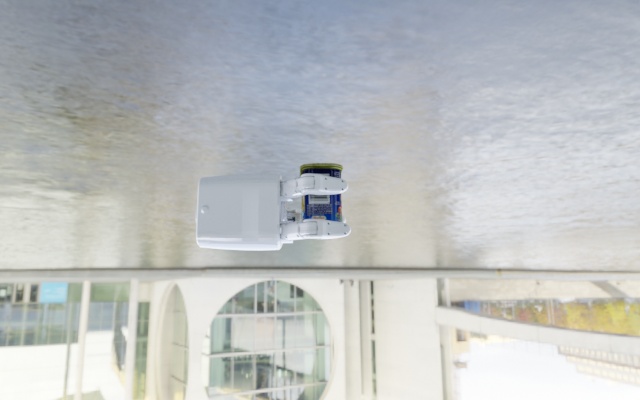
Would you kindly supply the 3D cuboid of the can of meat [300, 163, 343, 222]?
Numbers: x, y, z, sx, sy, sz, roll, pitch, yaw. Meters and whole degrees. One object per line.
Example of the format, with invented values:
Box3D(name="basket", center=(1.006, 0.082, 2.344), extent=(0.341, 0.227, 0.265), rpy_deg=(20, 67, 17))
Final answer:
Box3D(name="can of meat", center=(0.000, 0.002, 0.649), extent=(0.057, 0.084, 0.102), rpy_deg=(0, -11, -3))
